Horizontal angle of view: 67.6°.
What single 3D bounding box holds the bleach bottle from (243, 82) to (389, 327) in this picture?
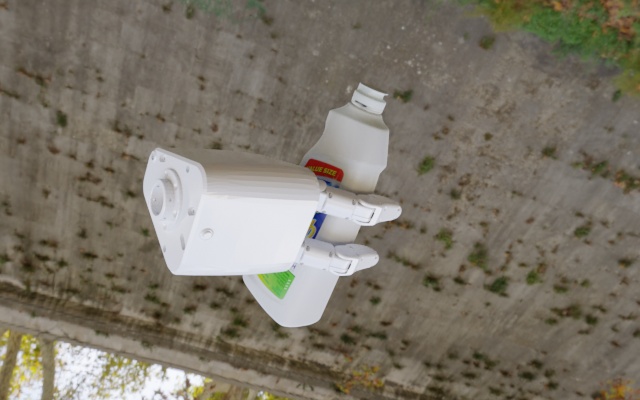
[{"bbox_3d":[0.000,0.002,0.486,0.068,0.251,0.102,2,28,-41],"label":"bleach bottle"}]
